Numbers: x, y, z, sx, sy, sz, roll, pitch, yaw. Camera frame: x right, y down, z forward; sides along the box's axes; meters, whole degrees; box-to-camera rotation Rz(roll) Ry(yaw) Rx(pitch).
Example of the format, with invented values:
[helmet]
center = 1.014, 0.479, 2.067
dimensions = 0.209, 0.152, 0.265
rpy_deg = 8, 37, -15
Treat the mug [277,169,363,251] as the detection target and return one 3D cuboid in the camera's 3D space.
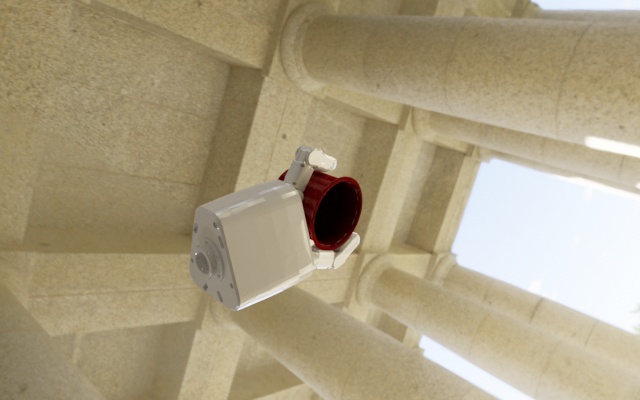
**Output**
[mug]
center = 0.001, 0.001, 0.598
dimensions = 0.081, 0.093, 0.117
rpy_deg = 22, 29, 38
